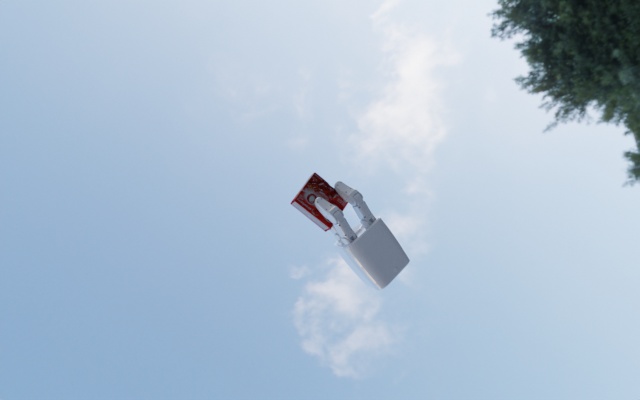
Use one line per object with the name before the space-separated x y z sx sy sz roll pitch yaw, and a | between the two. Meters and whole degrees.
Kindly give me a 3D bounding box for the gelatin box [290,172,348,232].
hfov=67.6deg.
gelatin box | 0.000 0.003 0.897 0.089 0.073 0.030 39 -24 -7
